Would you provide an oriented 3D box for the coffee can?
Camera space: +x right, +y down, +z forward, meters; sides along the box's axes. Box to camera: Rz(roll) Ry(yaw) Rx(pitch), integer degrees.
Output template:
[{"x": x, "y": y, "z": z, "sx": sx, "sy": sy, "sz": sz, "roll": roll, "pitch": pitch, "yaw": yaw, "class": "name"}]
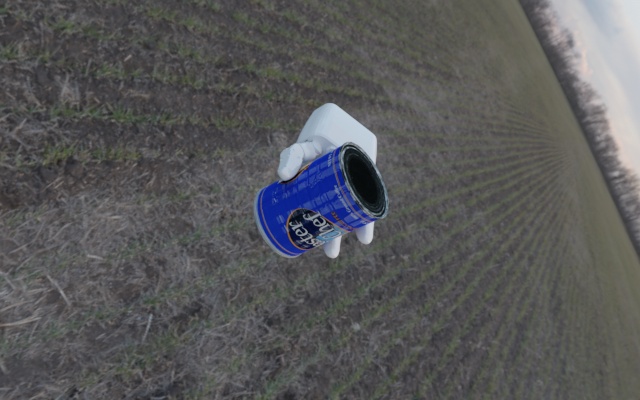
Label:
[{"x": 0.000, "y": 0.002, "z": 0.608, "sx": 0.140, "sy": 0.102, "sz": 0.103, "roll": -26, "pitch": -14, "yaw": 29, "class": "coffee can"}]
